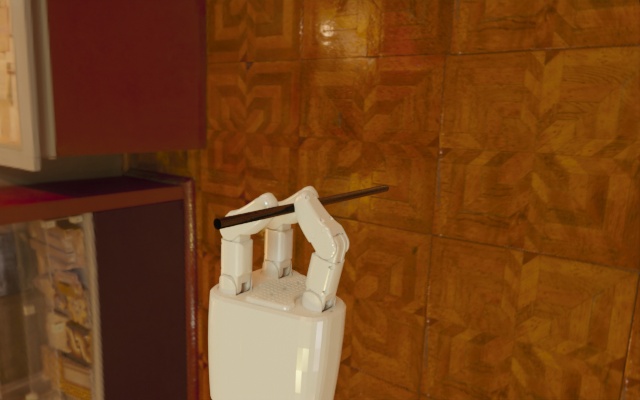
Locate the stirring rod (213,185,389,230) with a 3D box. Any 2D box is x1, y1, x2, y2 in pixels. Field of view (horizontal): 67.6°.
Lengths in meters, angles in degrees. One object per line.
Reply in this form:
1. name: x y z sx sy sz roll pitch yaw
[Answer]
1. stirring rod: 0.000 0.001 0.424 0.011 0.011 0.239 0 7 36
